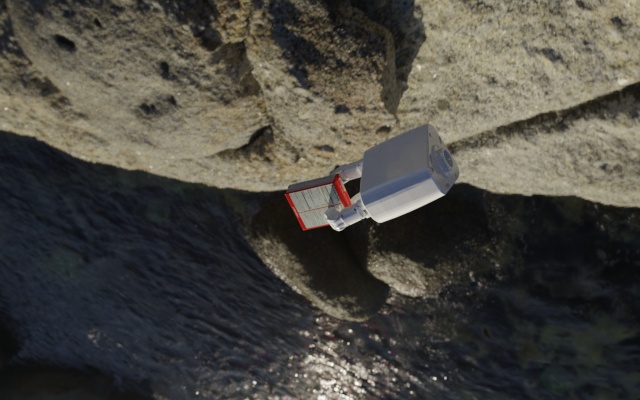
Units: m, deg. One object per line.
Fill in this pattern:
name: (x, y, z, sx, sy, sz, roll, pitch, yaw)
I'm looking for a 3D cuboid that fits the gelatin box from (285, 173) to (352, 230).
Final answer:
gelatin box: (0.000, 0.003, 0.742, 0.089, 0.073, 0.030, -13, 30, 24)
